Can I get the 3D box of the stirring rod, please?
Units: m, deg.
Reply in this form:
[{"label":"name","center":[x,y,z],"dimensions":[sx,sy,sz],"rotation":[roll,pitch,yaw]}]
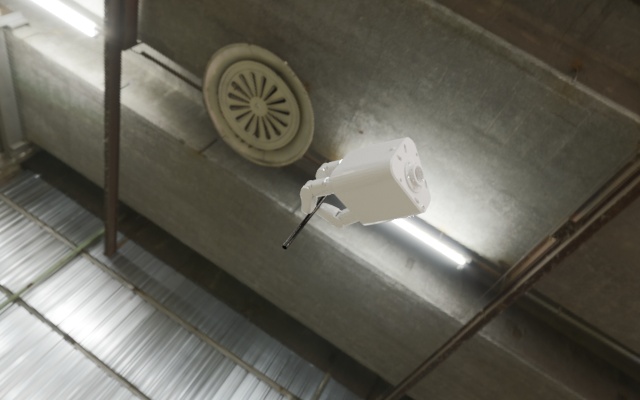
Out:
[{"label":"stirring rod","center":[0.000,0.003,0.796],"dimensions":[0.011,0.011,0.239],"rotation":[0,34,33]}]
